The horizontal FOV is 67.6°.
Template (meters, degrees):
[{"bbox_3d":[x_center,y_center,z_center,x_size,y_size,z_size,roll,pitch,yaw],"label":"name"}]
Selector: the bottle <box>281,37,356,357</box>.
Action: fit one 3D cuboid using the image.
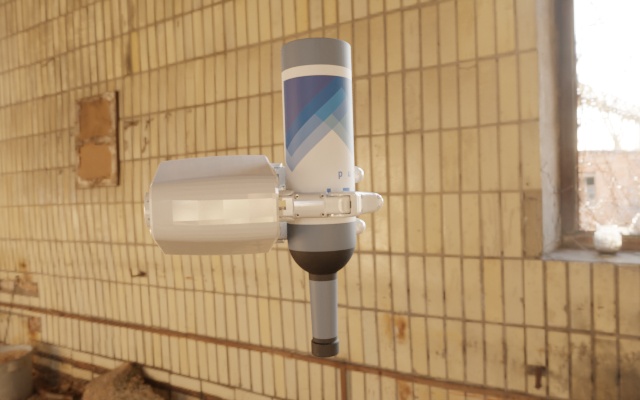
[{"bbox_3d":[0.000,0.001,0.460,0.069,0.296,0.069,-2,2,0],"label":"bottle"}]
